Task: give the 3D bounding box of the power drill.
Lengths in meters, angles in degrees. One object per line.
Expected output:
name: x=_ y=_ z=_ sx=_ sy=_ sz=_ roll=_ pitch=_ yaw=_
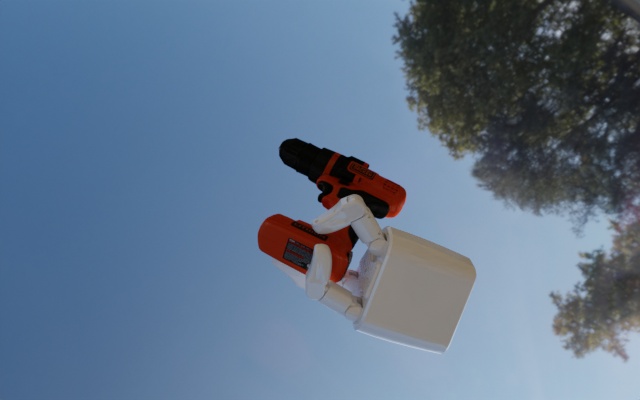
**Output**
power drill: x=0.000 y=0.002 z=0.586 sx=0.184 sy=0.057 sz=0.187 roll=25 pitch=42 yaw=10
